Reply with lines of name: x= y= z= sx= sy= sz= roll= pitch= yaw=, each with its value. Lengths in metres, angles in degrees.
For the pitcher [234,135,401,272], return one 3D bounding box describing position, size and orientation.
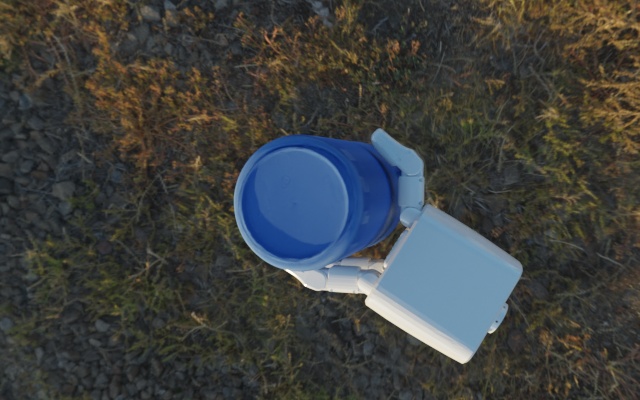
pitcher: x=0.000 y=0.002 z=0.483 sx=0.145 sy=0.149 sz=0.243 roll=32 pitch=9 yaw=12
